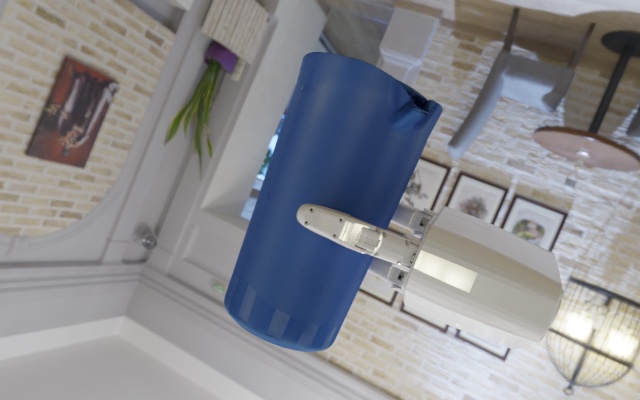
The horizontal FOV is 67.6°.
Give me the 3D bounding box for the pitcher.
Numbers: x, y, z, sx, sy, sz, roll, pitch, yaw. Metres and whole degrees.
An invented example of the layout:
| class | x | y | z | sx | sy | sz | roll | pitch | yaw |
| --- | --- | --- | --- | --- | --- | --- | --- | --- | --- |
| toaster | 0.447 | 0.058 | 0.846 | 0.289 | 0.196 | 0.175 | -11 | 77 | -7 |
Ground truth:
| class | x | y | z | sx | sy | sz | roll | pitch | yaw |
| --- | --- | --- | --- | --- | --- | --- | --- | --- | --- |
| pitcher | 0.000 | 0.002 | 0.441 | 0.145 | 0.243 | 0.149 | 22 | 1 | 15 |
